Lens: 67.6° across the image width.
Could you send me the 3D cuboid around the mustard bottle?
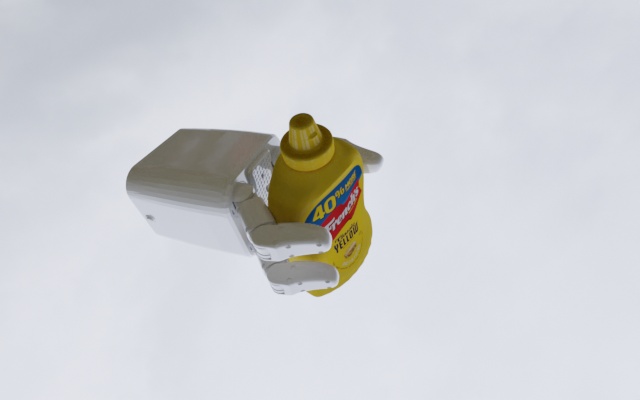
[{"bbox_3d":[0.000,0.002,0.415,0.058,0.096,0.192,31,-27,31],"label":"mustard bottle"}]
